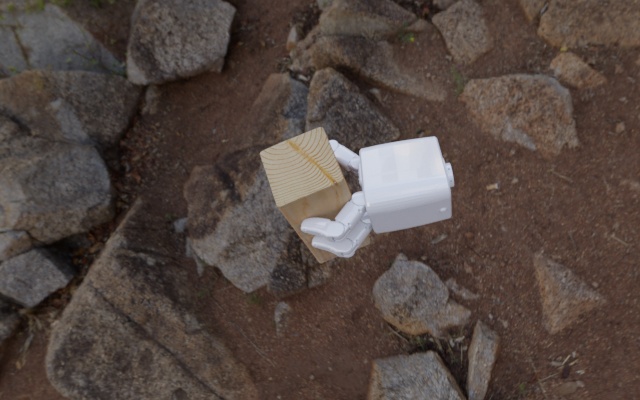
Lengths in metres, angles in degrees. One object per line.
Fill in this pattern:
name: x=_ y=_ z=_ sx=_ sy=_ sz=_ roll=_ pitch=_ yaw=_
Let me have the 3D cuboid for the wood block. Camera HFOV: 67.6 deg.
wood block: x=0.000 y=0.002 z=0.677 sx=0.090 sy=0.090 sz=0.206 roll=-22 pitch=-30 yaw=4
